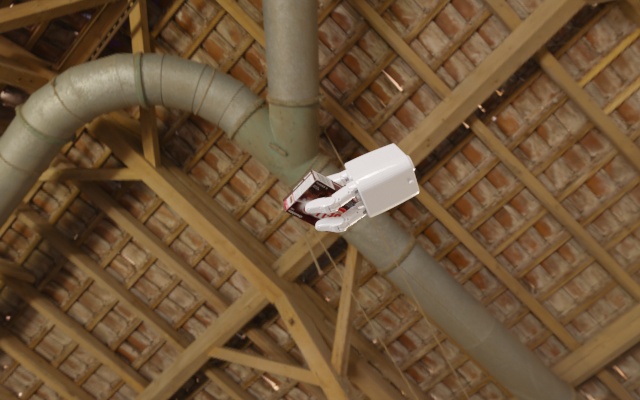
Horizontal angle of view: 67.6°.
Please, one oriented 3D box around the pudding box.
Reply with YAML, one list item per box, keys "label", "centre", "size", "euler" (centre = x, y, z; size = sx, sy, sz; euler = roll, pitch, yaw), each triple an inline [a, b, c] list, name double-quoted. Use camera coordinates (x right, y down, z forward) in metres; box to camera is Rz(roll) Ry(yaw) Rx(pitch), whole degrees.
- label: "pudding box"
  centre: [0.000, 0.003, 0.897]
  size: [0.113, 0.090, 0.039]
  euler: [30, 27, -33]
